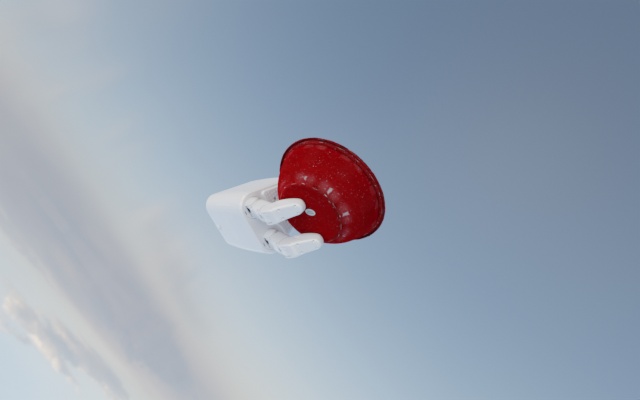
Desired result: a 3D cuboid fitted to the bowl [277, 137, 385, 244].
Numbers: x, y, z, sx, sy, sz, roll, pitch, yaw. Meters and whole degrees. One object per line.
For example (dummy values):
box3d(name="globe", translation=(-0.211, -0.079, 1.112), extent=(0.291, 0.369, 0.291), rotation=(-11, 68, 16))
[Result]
box3d(name="bowl", translation=(0.001, 0.002, 0.618), extent=(0.162, 0.162, 0.055), rotation=(0, 34, 38))
